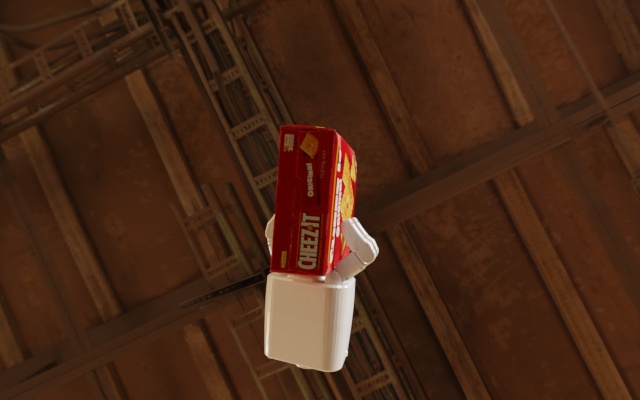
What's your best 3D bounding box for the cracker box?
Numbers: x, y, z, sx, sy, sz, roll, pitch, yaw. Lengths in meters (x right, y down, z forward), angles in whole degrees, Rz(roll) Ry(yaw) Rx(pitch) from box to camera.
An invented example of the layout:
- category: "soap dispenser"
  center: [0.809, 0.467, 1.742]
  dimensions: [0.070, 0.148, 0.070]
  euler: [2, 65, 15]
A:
- category: "cracker box"
  center: [0.000, 0.002, 0.619]
  dimensions: [0.072, 0.164, 0.213]
  euler: [4, 0, 9]
